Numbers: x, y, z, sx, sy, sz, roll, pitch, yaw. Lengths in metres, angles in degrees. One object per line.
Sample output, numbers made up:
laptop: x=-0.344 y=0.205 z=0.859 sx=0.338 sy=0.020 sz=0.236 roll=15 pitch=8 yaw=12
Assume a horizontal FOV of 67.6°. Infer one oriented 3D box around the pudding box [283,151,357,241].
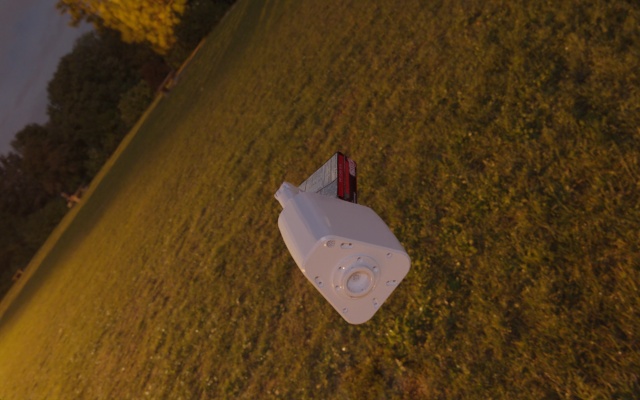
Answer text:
pudding box: x=0.000 y=0.002 z=0.628 sx=0.039 sy=0.090 sz=0.113 roll=33 pitch=-52 yaw=-26
